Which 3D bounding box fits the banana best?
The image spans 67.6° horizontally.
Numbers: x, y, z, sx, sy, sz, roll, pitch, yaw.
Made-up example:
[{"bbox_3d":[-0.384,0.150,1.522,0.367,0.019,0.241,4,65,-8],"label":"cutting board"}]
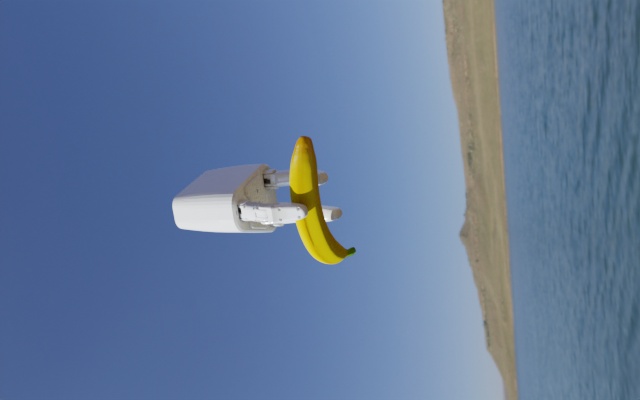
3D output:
[{"bbox_3d":[-0.006,0.016,0.611,0.037,0.198,0.069,0,38,30],"label":"banana"}]
